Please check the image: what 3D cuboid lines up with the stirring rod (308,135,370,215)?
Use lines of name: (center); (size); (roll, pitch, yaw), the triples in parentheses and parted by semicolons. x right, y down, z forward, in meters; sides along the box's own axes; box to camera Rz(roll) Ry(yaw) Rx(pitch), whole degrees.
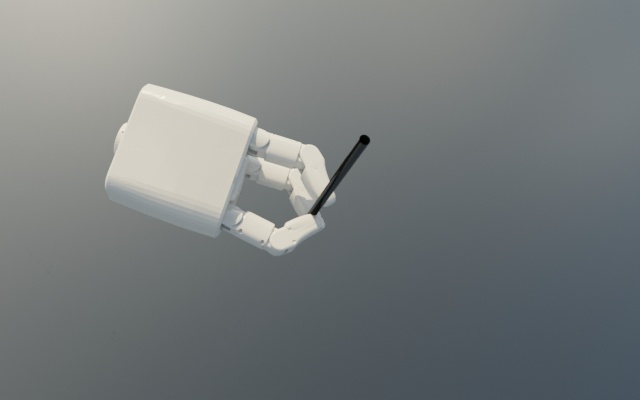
stirring rod: (0.000, 0.001, 0.436); (0.011, 0.011, 0.240); (0, -21, -16)
